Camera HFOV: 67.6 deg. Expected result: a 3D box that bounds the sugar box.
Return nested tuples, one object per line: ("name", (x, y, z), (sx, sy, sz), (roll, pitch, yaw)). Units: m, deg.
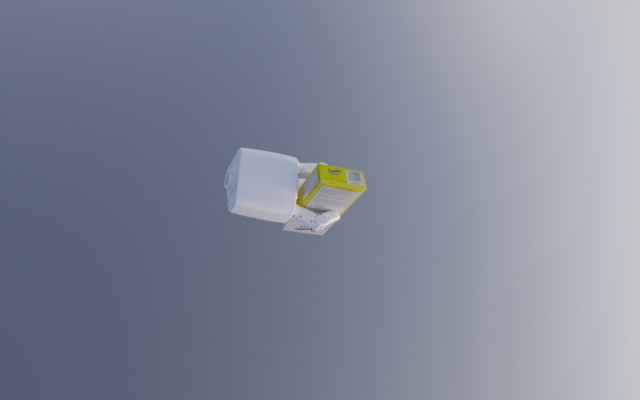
("sugar box", (0.000, 0.002, 0.884), (0.093, 0.048, 0.176), (10, -32, -25))
